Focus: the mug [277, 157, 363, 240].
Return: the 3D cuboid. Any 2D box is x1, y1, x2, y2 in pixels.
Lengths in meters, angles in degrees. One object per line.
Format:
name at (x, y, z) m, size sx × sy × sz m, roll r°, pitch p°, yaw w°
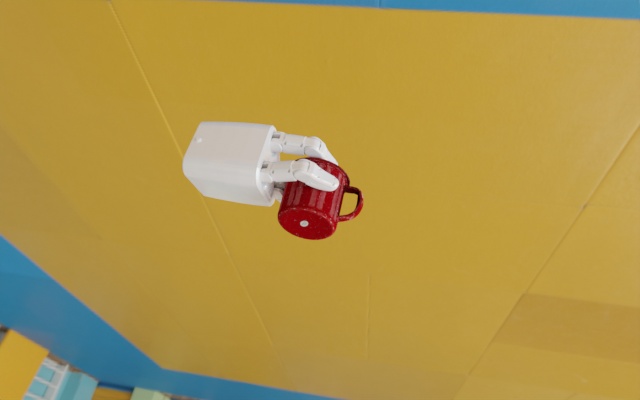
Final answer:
mug at (0.001, 0.003, 0.653) m, size 0.117 × 0.081 × 0.093 m, roll 6°, pitch -34°, yaw 11°
